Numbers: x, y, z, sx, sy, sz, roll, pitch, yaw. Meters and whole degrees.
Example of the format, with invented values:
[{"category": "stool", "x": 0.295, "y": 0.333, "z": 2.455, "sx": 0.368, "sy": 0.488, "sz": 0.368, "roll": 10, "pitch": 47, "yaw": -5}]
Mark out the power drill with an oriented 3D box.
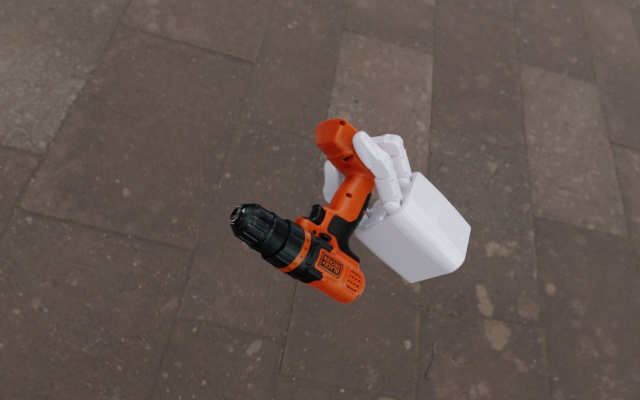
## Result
[{"category": "power drill", "x": 0.000, "y": 0.002, "z": 0.548, "sx": 0.184, "sy": 0.187, "sz": 0.057, "roll": 38, "pitch": -27, "yaw": -33}]
